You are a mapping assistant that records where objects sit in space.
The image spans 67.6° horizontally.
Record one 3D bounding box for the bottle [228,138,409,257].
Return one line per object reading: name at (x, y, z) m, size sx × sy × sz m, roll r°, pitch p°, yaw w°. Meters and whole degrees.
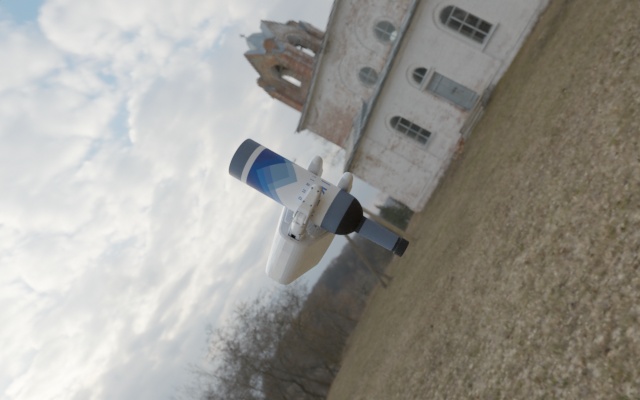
bottle at (0.000, 0.002, 0.737) m, size 0.295 × 0.069 × 0.069 m, roll 29°, pitch 4°, yaw 7°
